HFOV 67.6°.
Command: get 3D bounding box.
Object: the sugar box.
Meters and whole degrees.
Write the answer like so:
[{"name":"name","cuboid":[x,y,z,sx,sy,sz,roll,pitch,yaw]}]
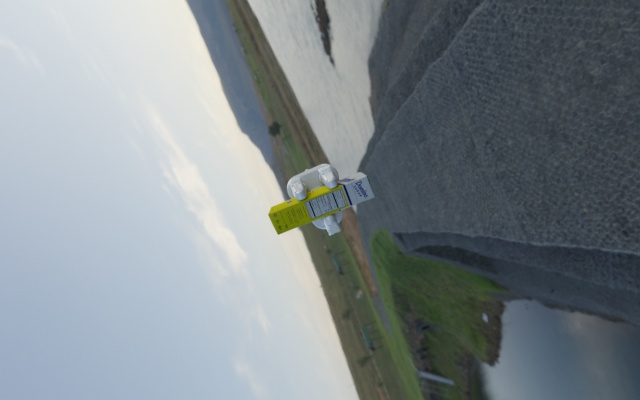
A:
[{"name":"sugar box","cuboid":[0.000,0.002,0.824,0.176,0.048,0.093,-24,8,0]}]
